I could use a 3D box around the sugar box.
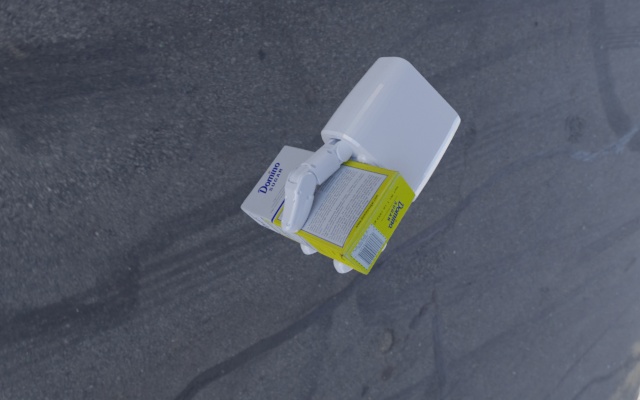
[{"bbox_3d":[0.001,0.002,0.490,0.176,0.093,0.048,19,-20,50],"label":"sugar box"}]
